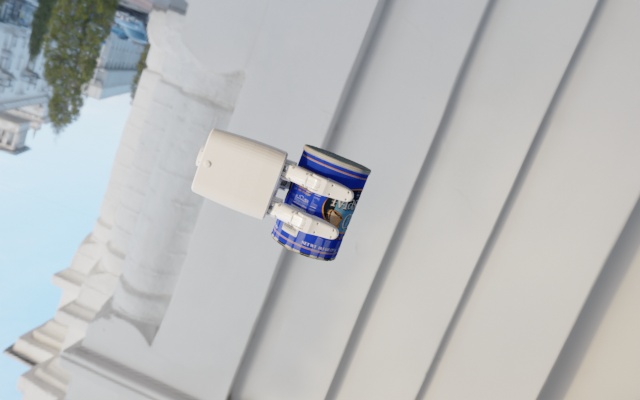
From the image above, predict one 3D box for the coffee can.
[{"bbox_3d":[0.000,0.002,0.692,0.103,0.140,0.103,21,10,-4],"label":"coffee can"}]
